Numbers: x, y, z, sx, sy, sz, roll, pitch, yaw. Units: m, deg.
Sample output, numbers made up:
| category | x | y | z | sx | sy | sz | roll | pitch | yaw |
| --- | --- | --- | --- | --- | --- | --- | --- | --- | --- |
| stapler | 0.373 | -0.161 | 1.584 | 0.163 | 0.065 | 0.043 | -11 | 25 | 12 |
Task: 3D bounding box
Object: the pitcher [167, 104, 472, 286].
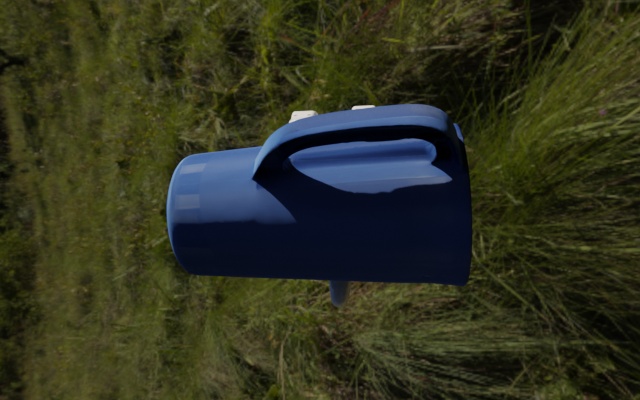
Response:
| category | x | y | z | sx | sy | sz | roll | pitch | yaw |
| --- | --- | --- | --- | --- | --- | --- | --- | --- | --- |
| pitcher | 0.000 | 0.001 | 0.403 | 0.243 | 0.149 | 0.145 | -2 | 9 | 8 |
